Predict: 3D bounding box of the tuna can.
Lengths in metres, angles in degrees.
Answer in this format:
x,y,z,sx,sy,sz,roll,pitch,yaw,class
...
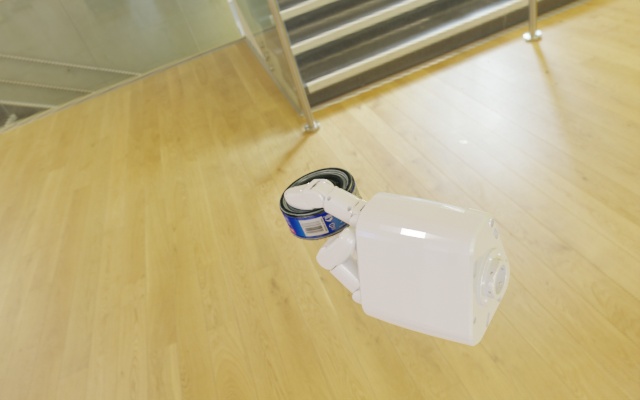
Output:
x,y,z,sx,sy,sz,roll,pitch,yaw,class
0.000,0.001,0.510,0.086,0.034,0.086,-17,32,11,tuna can
